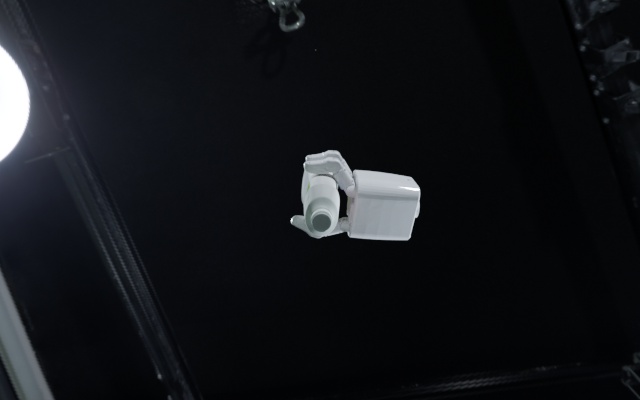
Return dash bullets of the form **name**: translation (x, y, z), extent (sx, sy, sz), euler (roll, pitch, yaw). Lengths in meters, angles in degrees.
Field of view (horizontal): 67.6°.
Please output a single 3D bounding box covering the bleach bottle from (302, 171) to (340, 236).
- **bleach bottle**: translation (0.000, 0.003, 0.801), extent (0.068, 0.102, 0.250), euler (5, 17, -2)
